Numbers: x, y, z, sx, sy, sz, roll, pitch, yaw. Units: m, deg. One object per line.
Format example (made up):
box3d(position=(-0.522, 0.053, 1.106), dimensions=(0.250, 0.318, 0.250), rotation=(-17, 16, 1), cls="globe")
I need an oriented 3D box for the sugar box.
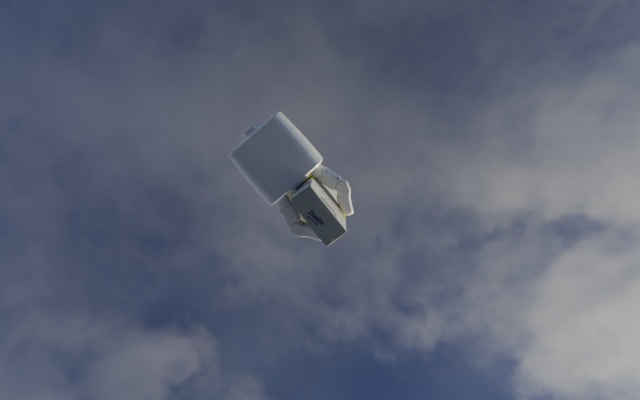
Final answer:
box3d(position=(0.000, 0.003, 0.793), dimensions=(0.048, 0.093, 0.176), rotation=(-36, 10, 13), cls="sugar box")
